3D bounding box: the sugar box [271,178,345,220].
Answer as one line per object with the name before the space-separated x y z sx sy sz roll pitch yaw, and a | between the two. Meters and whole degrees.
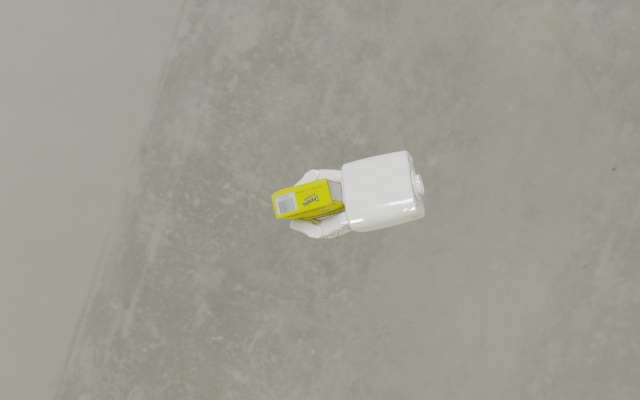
sugar box | 0.000 0.003 0.779 0.093 0.048 0.176 -15 -10 19
